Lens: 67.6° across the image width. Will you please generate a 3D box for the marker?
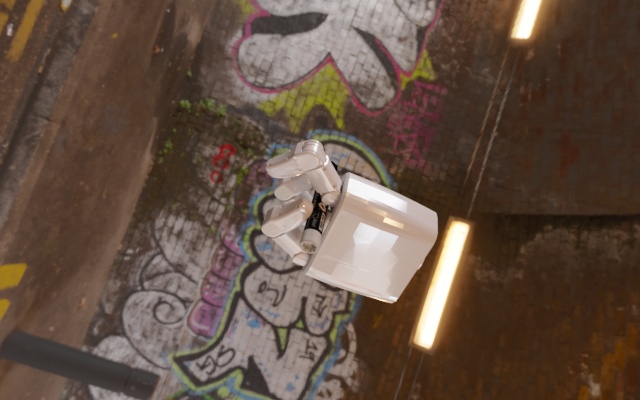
[{"bbox_3d":[0.000,0.002,0.481,0.020,0.020,0.121,0,44,14],"label":"marker"}]
